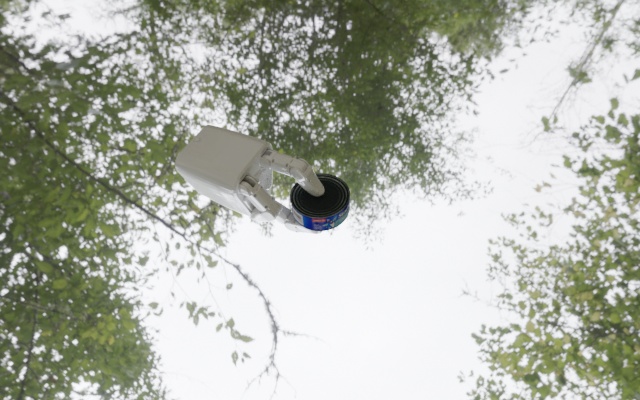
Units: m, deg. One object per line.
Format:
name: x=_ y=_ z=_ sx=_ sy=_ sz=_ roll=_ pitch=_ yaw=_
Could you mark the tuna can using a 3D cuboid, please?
tuna can: x=0.000 y=0.003 z=0.687 sx=0.086 sy=0.086 sz=0.034 roll=0 pitch=-42 yaw=4
